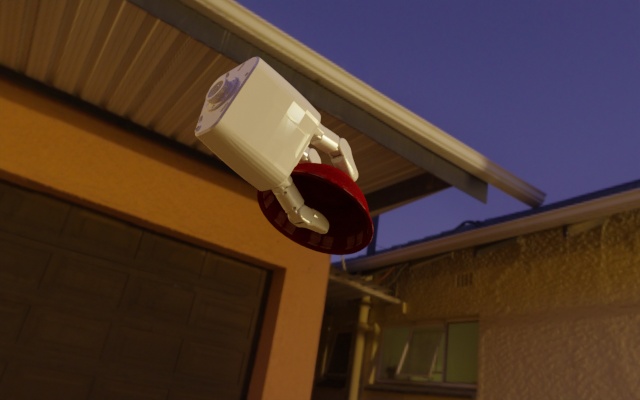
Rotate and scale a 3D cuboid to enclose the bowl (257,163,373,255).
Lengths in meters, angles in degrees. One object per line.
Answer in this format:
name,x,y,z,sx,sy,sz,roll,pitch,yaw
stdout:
bowl,0.001,0.003,0.633,0.162,0.055,0.162,17,-38,13
